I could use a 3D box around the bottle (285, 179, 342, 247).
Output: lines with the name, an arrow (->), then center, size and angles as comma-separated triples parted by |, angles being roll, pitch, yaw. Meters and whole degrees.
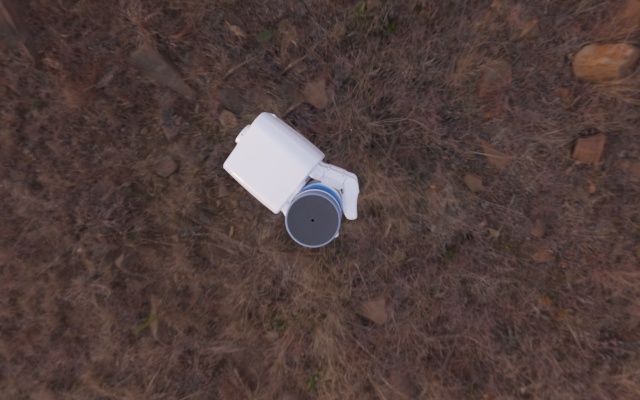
bottle -> 0.000, 0.002, 0.712 | 0.069, 0.069, 0.295 | 0, 8, 4
